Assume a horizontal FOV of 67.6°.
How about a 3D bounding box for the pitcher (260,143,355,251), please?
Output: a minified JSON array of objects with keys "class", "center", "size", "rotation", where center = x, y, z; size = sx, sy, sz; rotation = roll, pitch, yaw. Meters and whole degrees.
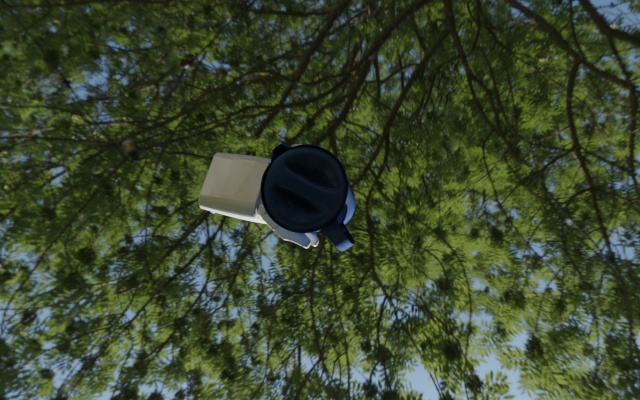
[{"class":"pitcher","center":[0.000,0.003,0.814],"size":[0.145,0.149,0.243],"rotation":[9,-4,11]}]
